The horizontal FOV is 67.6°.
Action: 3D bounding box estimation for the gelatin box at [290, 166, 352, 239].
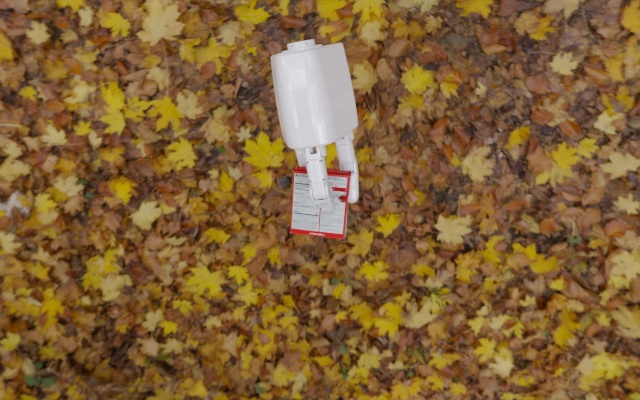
[{"bbox_3d":[0.000,0.003,0.626,0.073,0.089,0.030,6,16,6],"label":"gelatin box"}]
